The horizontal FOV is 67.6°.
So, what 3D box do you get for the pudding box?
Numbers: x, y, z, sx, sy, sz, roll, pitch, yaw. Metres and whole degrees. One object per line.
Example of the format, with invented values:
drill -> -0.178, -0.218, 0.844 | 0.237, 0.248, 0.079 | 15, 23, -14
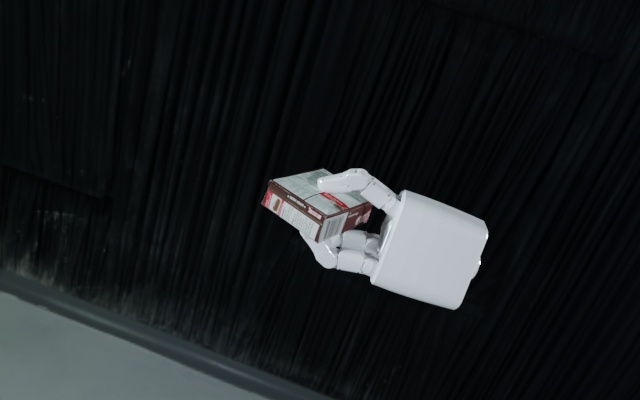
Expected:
pudding box -> 0.000, 0.002, 0.580 | 0.090, 0.039, 0.113 | 32, 26, 26
